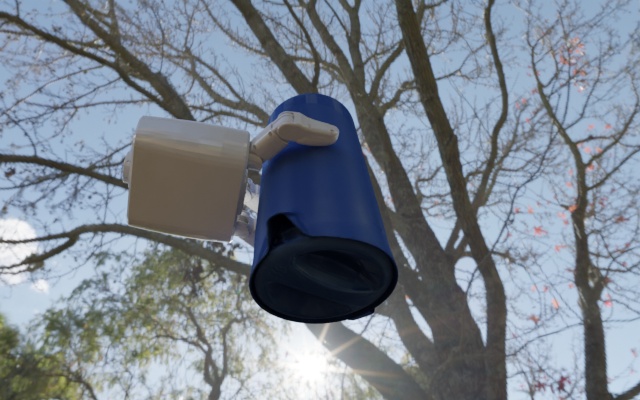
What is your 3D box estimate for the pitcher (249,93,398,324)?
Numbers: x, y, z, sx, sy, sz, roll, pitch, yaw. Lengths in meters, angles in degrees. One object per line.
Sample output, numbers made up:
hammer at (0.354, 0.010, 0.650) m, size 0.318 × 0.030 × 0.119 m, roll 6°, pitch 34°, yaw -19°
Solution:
pitcher at (0.000, 0.002, 0.511) m, size 0.145 × 0.242 × 0.149 m, roll 9°, pitch -46°, yaw -13°
